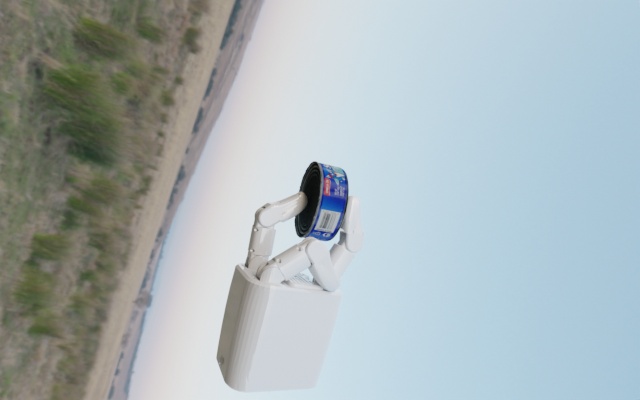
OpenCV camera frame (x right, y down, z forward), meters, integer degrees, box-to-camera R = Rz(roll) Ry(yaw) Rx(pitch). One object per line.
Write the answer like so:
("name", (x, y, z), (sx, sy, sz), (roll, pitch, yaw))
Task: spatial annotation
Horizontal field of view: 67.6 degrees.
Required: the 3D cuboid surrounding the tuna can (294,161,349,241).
("tuna can", (0.001, 0.002, 0.529), (0.034, 0.086, 0.086), (11, -4, -18))
